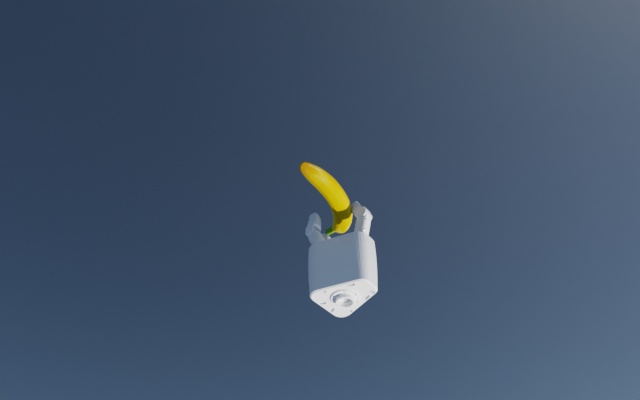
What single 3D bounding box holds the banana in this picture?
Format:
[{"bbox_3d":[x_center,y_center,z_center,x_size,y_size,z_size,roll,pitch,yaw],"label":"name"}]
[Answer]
[{"bbox_3d":[0.019,0.002,0.891,0.069,0.198,0.037,-10,43,12],"label":"banana"}]
